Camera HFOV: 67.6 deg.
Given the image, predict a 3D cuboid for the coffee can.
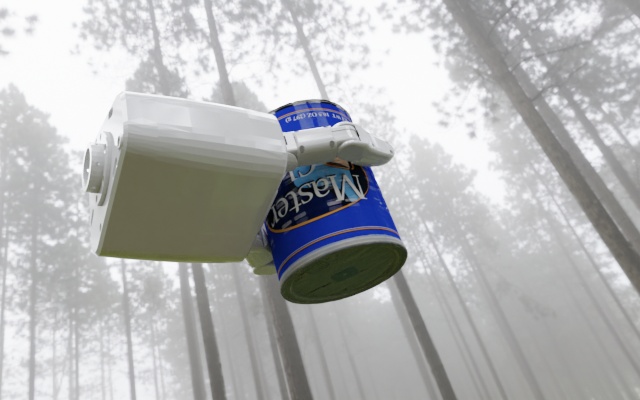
[{"bbox_3d":[0.000,0.001,0.402,0.103,0.140,0.103,-14,-30,-8],"label":"coffee can"}]
